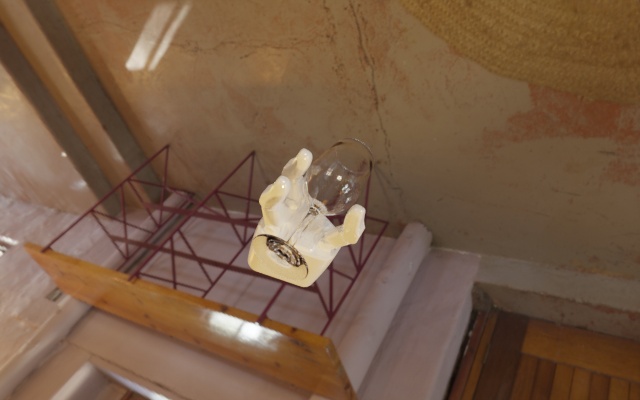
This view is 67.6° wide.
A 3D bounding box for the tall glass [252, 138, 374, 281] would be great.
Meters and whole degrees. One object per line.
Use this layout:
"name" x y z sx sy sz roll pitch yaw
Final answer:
"tall glass" 0.000 0.002 0.602 0.079 0.079 0.201 0 40 38
